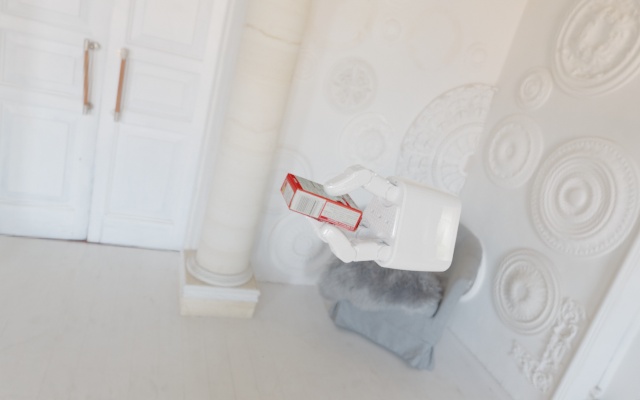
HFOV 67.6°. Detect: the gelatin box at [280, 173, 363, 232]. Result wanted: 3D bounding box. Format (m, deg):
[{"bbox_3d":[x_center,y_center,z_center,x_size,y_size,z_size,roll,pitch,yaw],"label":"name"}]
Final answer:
[{"bbox_3d":[0.000,0.001,0.582,0.089,0.030,0.073,20,13,-18],"label":"gelatin box"}]
